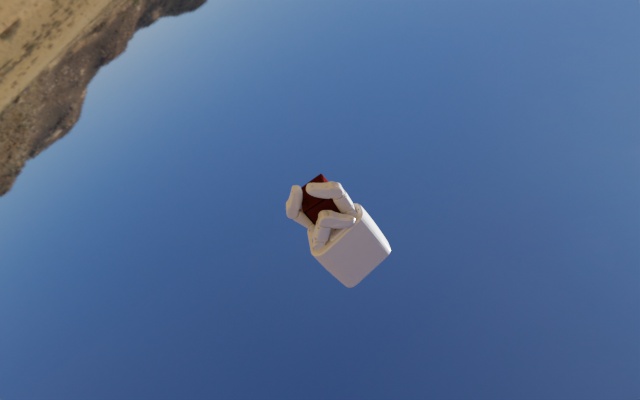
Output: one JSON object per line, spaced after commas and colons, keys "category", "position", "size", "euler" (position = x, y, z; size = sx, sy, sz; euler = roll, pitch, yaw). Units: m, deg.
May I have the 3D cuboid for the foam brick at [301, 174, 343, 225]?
{"category": "foam brick", "position": [0.000, 0.002, 0.828], "size": [0.053, 0.051, 0.078], "euler": [-34, 32, 13]}
